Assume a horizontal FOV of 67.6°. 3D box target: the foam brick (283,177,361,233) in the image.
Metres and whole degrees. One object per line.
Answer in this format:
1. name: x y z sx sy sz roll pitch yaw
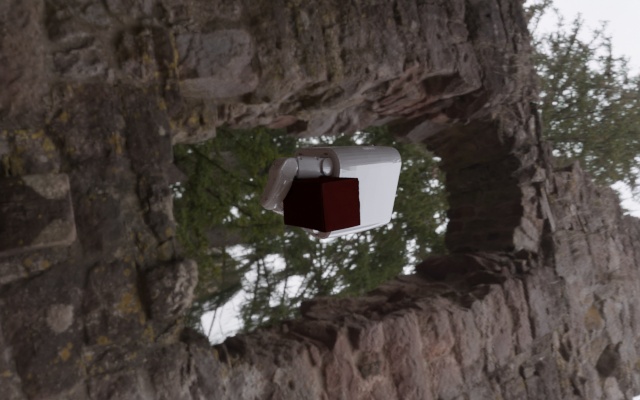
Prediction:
1. foam brick: 0.000 0.002 0.517 0.051 0.053 0.078 -8 9 -35
